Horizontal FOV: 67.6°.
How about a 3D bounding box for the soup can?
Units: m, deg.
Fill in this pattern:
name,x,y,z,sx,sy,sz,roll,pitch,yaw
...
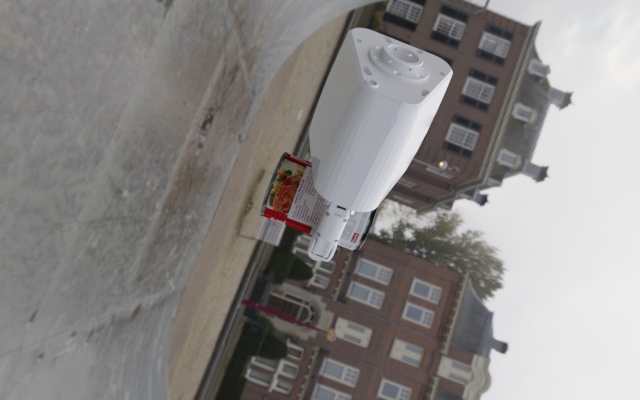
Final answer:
name,x,y,z,sx,sy,sz,roll,pitch,yaw
soup can,0.000,0.002,0.471,0.102,0.068,0.068,21,-1,-2
